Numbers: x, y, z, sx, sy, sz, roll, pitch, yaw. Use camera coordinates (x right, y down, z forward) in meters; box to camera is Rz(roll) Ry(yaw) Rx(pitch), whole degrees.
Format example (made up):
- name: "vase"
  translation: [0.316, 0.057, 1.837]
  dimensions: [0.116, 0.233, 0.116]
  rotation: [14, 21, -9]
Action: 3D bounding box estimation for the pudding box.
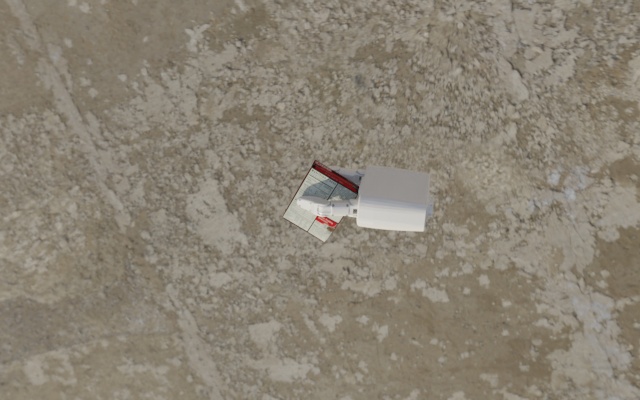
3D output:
- name: "pudding box"
  translation: [0.000, 0.003, 0.793]
  dimensions: [0.090, 0.113, 0.039]
  rotation: [31, 24, -2]
